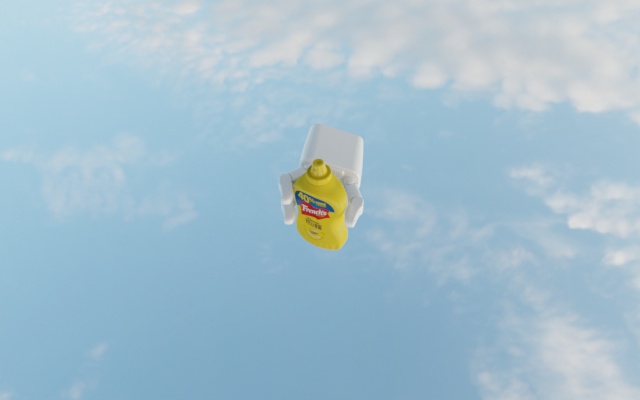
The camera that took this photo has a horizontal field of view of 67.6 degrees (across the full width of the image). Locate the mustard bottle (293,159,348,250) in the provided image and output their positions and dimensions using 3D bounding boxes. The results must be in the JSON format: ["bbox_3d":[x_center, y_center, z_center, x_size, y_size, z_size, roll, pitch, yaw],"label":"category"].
[{"bbox_3d":[0.000,0.003,0.822,0.096,0.192,0.058,25,54,22],"label":"mustard bottle"}]
